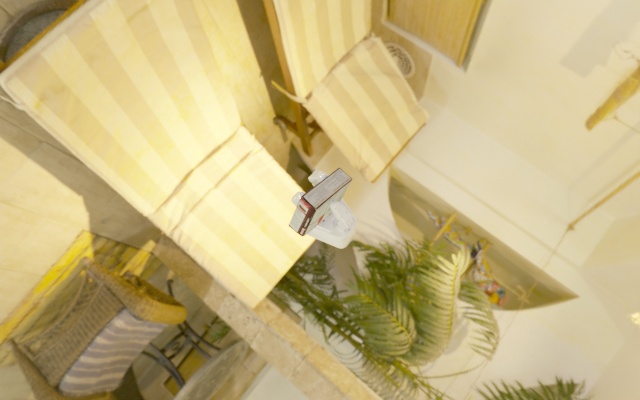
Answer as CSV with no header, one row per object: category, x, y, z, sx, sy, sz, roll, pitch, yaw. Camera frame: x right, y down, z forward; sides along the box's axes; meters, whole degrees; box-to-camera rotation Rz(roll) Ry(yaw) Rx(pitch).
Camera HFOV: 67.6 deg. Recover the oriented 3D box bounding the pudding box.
pudding box,0.000,0.003,0.856,0.113,0.039,0.090,-41,-16,-40
